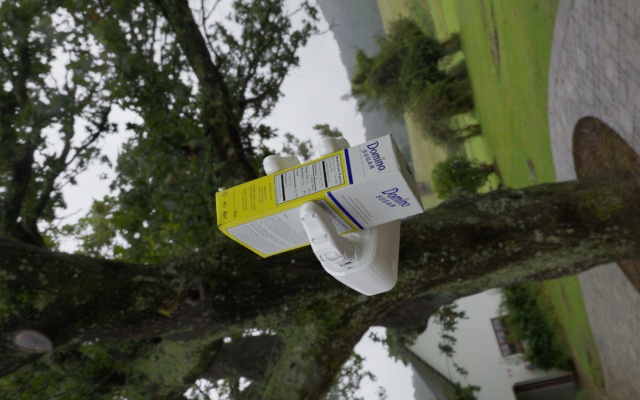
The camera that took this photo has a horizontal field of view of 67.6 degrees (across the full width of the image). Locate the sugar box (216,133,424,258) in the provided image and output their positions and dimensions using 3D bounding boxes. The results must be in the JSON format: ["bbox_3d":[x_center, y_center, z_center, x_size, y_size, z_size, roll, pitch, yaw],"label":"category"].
[{"bbox_3d":[0.000,0.001,0.453,0.176,0.048,0.093,-19,-30,16],"label":"sugar box"}]
